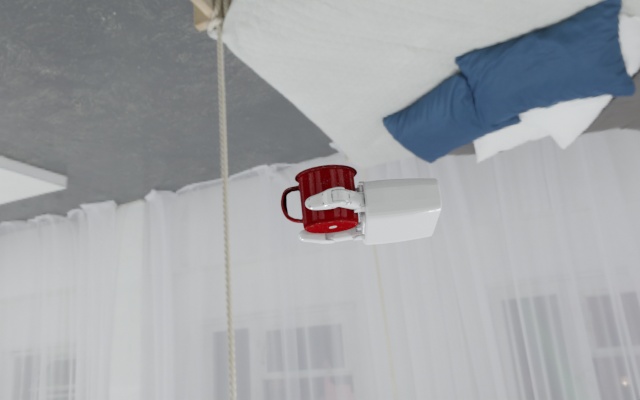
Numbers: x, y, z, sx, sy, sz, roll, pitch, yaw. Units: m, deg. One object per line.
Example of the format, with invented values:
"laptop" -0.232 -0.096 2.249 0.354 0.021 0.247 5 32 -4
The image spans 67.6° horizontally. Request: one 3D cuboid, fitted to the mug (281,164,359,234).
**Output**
"mug" -0.001 0.003 0.700 0.117 0.081 0.093 -6 -15 0
